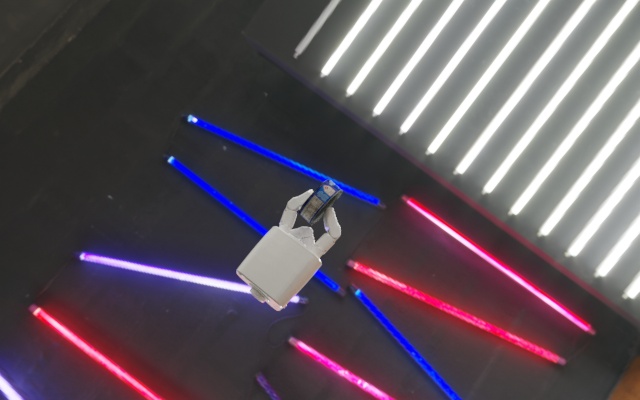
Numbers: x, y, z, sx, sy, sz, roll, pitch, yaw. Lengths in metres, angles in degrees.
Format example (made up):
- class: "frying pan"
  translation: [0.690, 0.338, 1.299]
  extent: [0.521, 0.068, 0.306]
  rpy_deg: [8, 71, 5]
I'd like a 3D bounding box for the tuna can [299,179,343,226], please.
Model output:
- class: "tuna can"
  translation: [0.000, 0.002, 0.866]
  extent: [0.034, 0.086, 0.086]
  rpy_deg: [42, 6, 7]
